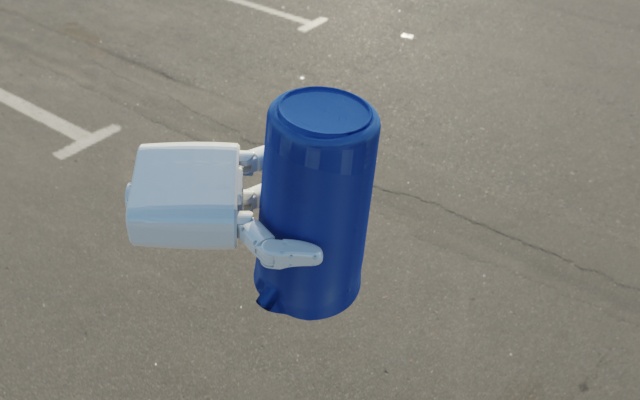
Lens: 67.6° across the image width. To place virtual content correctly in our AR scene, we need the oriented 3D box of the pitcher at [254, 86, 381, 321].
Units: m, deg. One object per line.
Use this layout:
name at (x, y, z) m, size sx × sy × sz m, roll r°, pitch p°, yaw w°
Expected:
pitcher at (0.000, 0.002, 0.526) m, size 0.145 × 0.243 × 0.149 m, roll 1°, pitch 41°, yaw -7°
